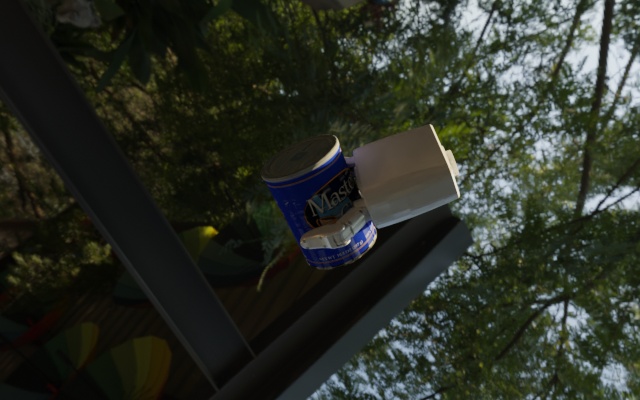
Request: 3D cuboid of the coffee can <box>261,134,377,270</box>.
[{"bbox_3d":[0.000,0.002,0.608,0.103,0.140,0.102,-21,25,10],"label":"coffee can"}]
